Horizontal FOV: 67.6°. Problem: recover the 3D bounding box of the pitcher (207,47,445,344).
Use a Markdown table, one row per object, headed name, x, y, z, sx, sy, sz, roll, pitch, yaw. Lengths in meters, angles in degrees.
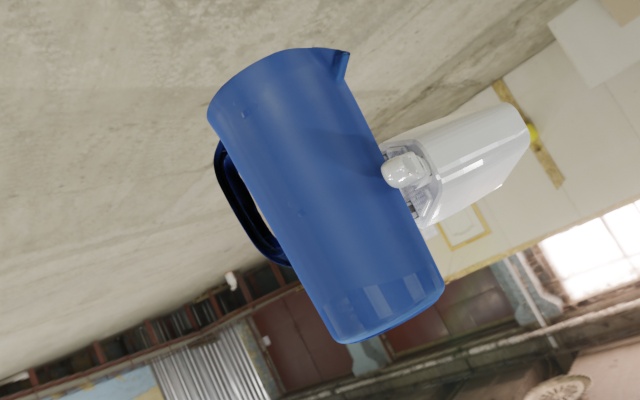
| name | x | y | z | sx | sy | sz | roll | pitch | yaw |
| --- | --- | --- | --- | --- | --- | --- | --- | --- | --- |
| pitcher | 0.000 | 0.001 | 0.436 | 0.145 | 0.243 | 0.149 | -25 | -9 | -13 |
